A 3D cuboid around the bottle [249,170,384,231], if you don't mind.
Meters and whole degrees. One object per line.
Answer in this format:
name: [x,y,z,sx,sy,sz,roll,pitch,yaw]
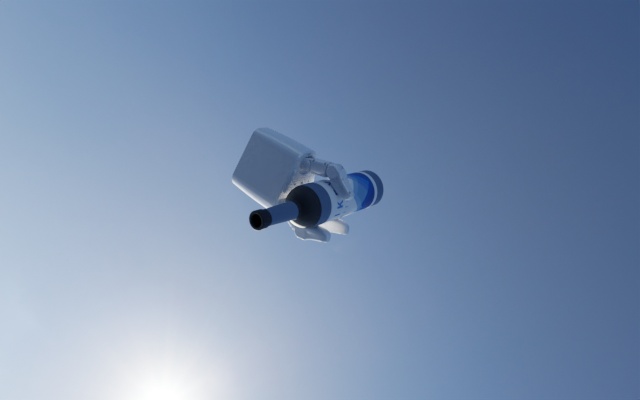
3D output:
bottle: [0.000,0.002,0.744,0.069,0.069,0.295,0,9,36]
